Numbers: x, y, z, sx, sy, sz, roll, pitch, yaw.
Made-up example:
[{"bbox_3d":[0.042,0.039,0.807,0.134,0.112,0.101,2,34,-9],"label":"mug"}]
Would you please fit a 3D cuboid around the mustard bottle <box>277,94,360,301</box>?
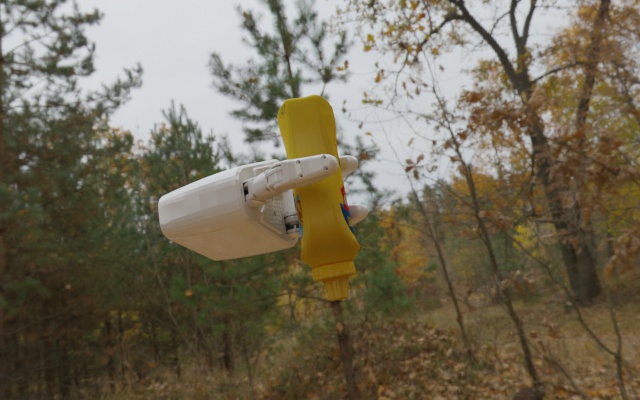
[{"bbox_3d":[0.000,0.001,0.470,0.058,0.191,0.096,-10,-12,0],"label":"mustard bottle"}]
